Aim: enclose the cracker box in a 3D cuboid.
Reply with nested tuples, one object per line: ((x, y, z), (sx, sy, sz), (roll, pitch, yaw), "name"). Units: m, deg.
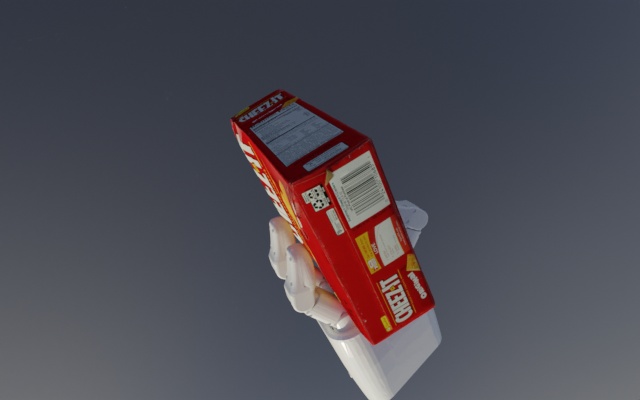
((0.000, 0.001, 0.436), (0.072, 0.164, 0.213), (-31, 29, -8), "cracker box")
